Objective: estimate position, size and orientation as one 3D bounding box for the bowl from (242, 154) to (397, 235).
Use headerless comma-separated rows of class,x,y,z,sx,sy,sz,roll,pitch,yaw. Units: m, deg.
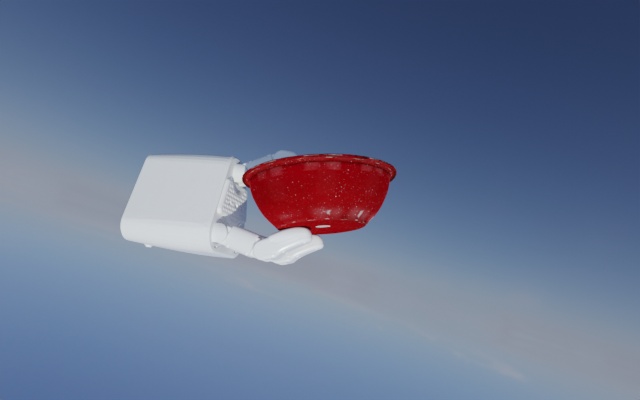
bowl,0.001,0.002,0.495,0.162,0.055,0.162,-3,-13,-1
